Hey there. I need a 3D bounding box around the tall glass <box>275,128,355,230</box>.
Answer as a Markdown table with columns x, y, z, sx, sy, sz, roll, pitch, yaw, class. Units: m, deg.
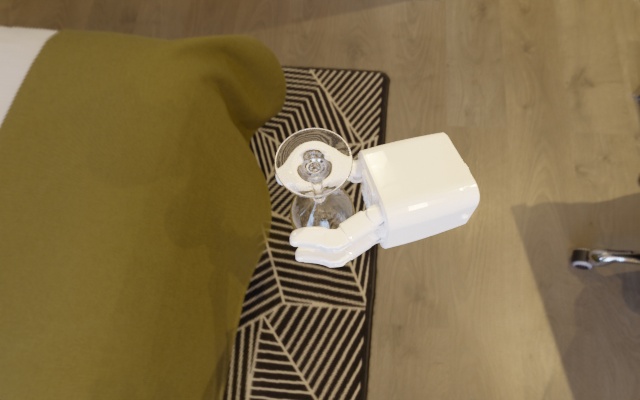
| x | y | z | sx | sy | sz | roll | pitch | yaw | class |
| --- | --- | --- | --- | --- | --- | --- | --- | --- | --- |
| 0.000 | 0.001 | 0.542 | 0.079 | 0.079 | 0.201 | 0 | -23 | 4 | tall glass |
